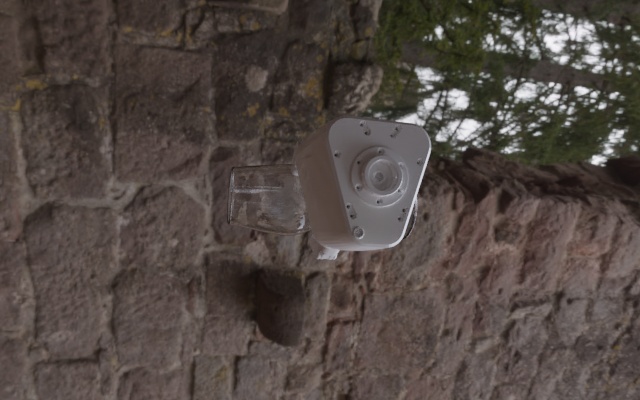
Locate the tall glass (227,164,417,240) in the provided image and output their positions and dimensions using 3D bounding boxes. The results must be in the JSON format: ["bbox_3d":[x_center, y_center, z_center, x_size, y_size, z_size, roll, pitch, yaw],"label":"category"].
[{"bbox_3d":[0.001,0.002,0.531,0.201,0.079,0.079,4,-1,-14],"label":"tall glass"}]
